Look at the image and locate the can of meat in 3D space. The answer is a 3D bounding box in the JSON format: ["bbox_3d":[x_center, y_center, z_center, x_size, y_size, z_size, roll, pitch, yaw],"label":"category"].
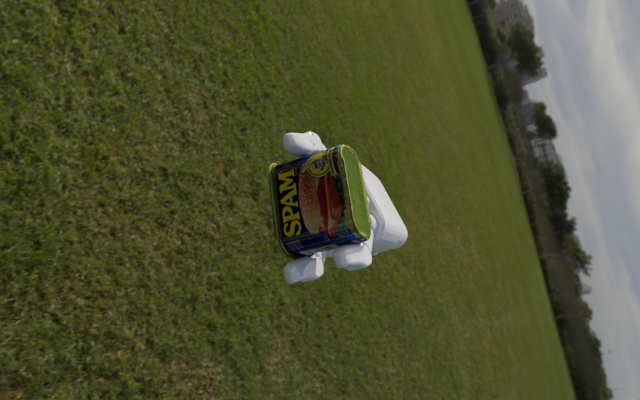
[{"bbox_3d":[0.000,0.001,0.483,0.084,0.102,0.057,-16,-19,23],"label":"can of meat"}]
